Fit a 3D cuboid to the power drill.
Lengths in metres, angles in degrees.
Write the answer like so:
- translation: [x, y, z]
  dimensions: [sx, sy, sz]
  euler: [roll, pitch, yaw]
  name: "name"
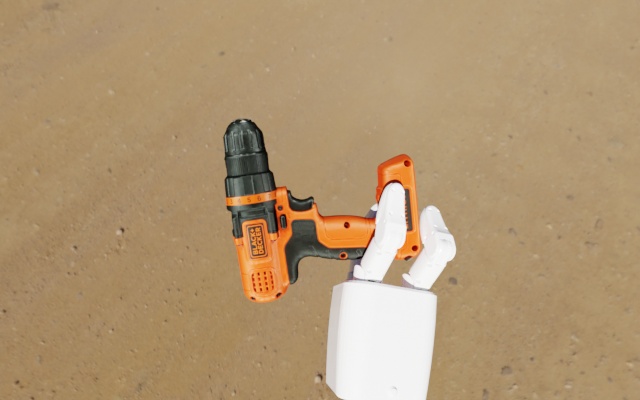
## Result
- translation: [0.001, 0.002, 0.482]
  dimensions: [0.187, 0.184, 0.057]
  euler: [-7, 8, -1]
  name: "power drill"
